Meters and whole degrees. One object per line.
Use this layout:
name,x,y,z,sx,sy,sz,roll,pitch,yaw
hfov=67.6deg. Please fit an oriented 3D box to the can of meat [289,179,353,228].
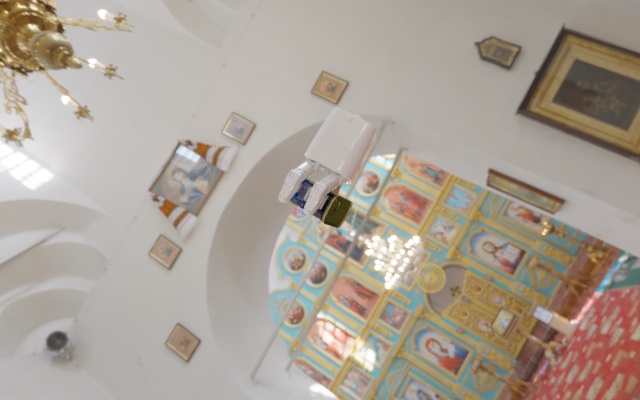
can of meat,0.000,0.003,0.874,0.084,0.057,0.102,30,3,23
